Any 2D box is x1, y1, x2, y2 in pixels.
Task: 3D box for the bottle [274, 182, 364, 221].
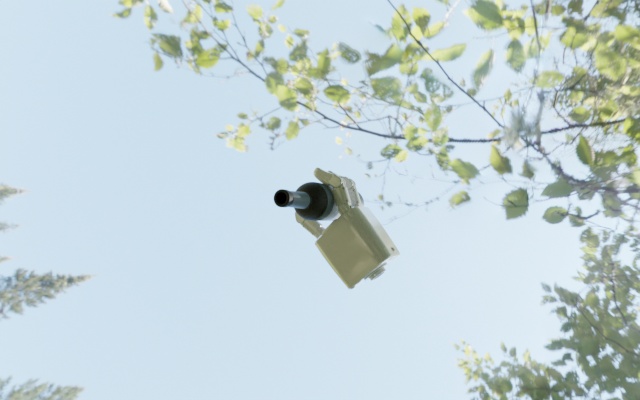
[{"bbox_3d":[0.000,0.003,0.849,0.069,0.069,0.296,0,-2,24],"label":"bottle"}]
